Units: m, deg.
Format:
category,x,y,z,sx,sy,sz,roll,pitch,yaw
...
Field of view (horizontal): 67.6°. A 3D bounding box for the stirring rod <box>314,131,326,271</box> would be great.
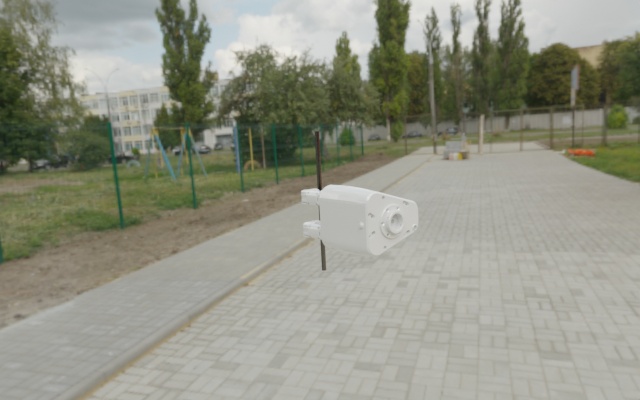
category,x,y,z,sx,sy,sz,roll,pitch,yaw
stirring rod,0.000,0.003,0.819,0.011,0.239,0.011,-3,8,0
